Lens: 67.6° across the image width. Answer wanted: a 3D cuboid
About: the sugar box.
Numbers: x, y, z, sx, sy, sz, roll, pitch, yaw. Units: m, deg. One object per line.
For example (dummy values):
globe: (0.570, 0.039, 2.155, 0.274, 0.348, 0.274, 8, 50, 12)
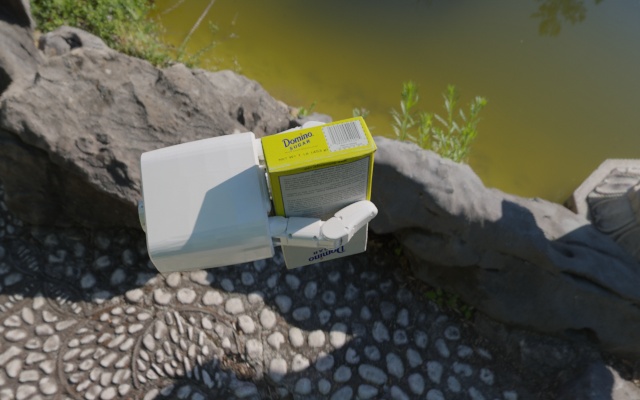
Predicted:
sugar box: (0.000, 0.001, 0.467, 0.093, 0.048, 0.176, -12, -32, -7)
